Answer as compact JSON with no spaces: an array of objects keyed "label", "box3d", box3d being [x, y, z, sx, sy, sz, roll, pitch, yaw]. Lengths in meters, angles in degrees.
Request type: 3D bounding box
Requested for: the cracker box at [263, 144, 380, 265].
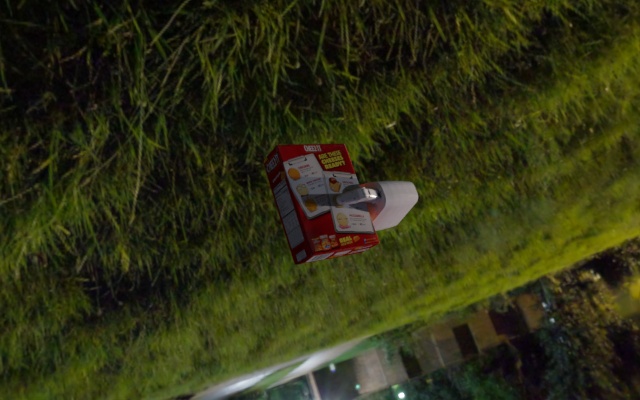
[{"label":"cracker box","box3d":[0.000,0.003,0.897,0.164,0.213,0.072,-6,-20,-37]}]
